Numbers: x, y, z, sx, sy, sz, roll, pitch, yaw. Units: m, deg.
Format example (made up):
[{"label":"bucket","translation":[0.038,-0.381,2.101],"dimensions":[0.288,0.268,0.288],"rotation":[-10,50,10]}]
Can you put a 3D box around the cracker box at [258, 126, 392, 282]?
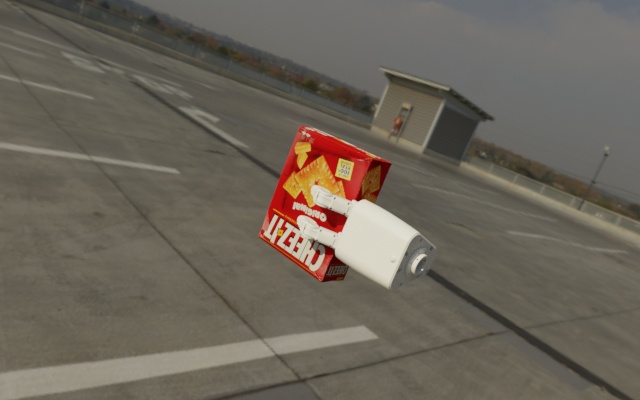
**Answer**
[{"label":"cracker box","translation":[0.000,0.002,0.796],"dimensions":[0.164,0.214,0.072],"rotation":[30,14,36]}]
